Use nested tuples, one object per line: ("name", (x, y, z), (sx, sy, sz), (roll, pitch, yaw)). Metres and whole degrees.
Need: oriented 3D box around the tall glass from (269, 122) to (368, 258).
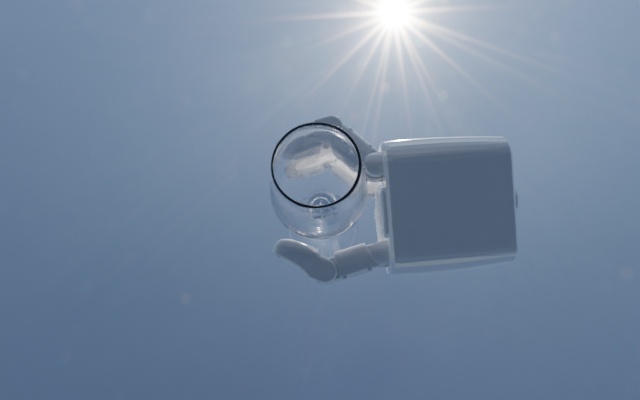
("tall glass", (0.000, 0.002, 0.416), (0.079, 0.079, 0.201), (0, -15, 2))
